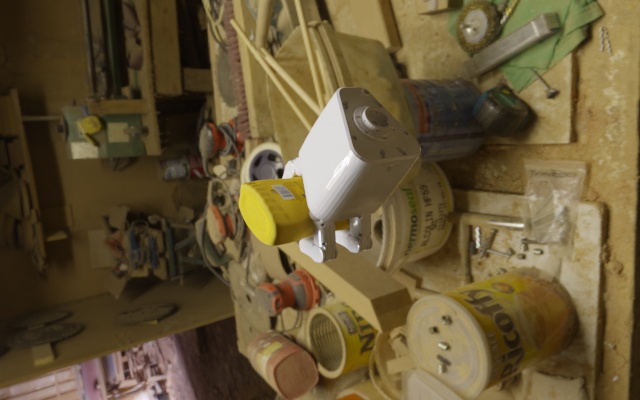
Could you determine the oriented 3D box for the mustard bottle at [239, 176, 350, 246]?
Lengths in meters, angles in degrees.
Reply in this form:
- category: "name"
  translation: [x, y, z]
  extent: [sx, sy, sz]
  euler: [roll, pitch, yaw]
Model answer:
- category: "mustard bottle"
  translation: [0.000, 0.002, 0.613]
  extent: [0.191, 0.058, 0.096]
  euler: [-10, 36, -33]
